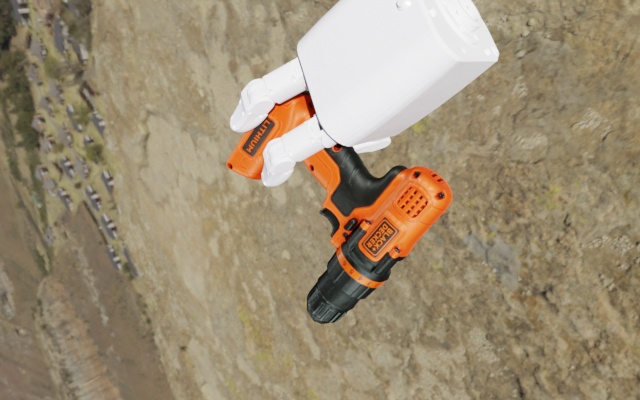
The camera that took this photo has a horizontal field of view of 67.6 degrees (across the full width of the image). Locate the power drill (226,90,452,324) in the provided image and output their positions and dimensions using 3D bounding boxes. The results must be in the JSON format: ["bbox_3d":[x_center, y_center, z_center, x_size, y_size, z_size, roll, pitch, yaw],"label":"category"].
[{"bbox_3d":[0.000,0.001,0.448,0.187,0.184,0.057,44,23,13],"label":"power drill"}]
